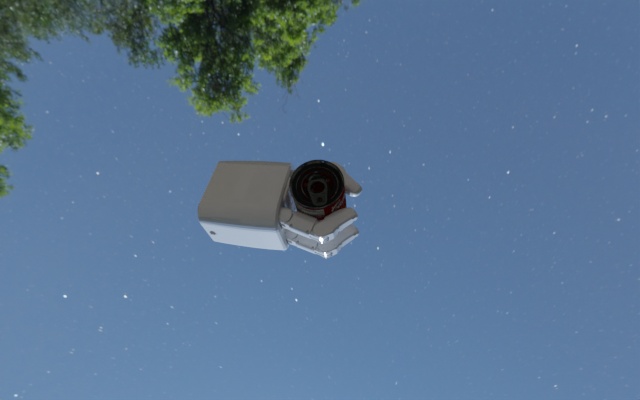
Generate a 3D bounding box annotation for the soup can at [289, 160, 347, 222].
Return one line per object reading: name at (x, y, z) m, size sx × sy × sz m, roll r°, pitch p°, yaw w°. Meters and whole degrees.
soup can at (0.001, 0.002, 0.625) m, size 0.068 × 0.068 × 0.102 m, roll 0°, pitch -27°, yaw 6°
